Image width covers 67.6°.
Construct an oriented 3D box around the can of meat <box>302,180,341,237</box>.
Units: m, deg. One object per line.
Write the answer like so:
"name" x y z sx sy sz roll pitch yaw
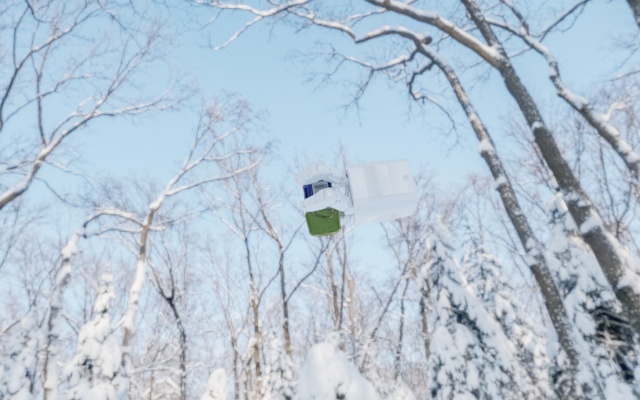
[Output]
"can of meat" 0.000 0.003 0.835 0.057 0.084 0.102 -9 -31 1
